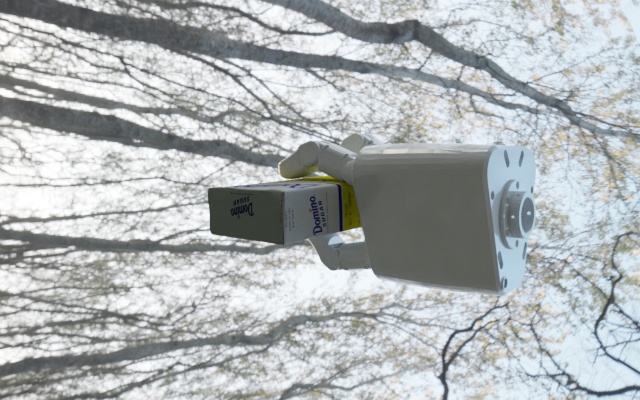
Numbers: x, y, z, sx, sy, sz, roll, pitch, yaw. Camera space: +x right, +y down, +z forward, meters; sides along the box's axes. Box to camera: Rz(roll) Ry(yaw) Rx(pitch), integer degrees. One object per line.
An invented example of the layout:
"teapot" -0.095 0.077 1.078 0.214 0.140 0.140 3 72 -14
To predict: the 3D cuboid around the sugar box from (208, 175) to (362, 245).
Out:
"sugar box" 0.000 0.001 0.424 0.093 0.048 0.176 3 6 43
